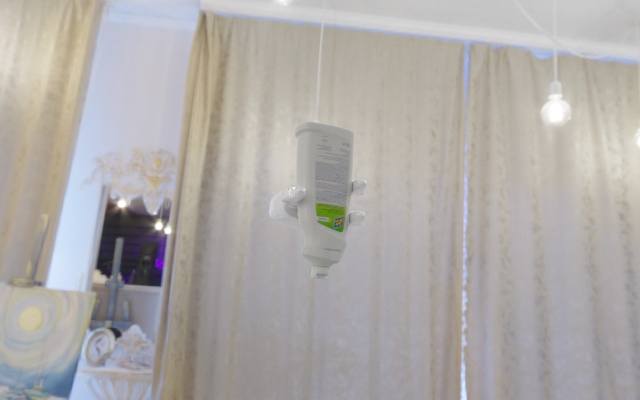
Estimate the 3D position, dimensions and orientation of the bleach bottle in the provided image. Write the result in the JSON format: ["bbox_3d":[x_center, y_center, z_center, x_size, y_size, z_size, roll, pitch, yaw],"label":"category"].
[{"bbox_3d":[0.000,0.003,0.791,0.102,0.250,0.068,8,-11,-21],"label":"bleach bottle"}]
